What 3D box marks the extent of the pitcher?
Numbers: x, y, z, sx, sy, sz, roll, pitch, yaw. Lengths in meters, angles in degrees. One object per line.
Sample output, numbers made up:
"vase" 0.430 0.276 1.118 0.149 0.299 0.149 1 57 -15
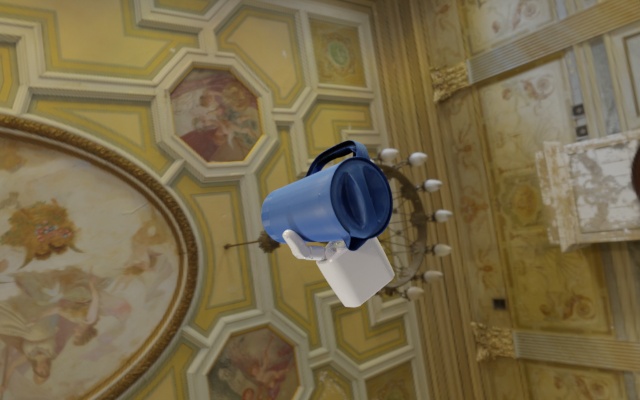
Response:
"pitcher" 0.000 0.003 0.844 0.149 0.145 0.243 -42 17 -35
